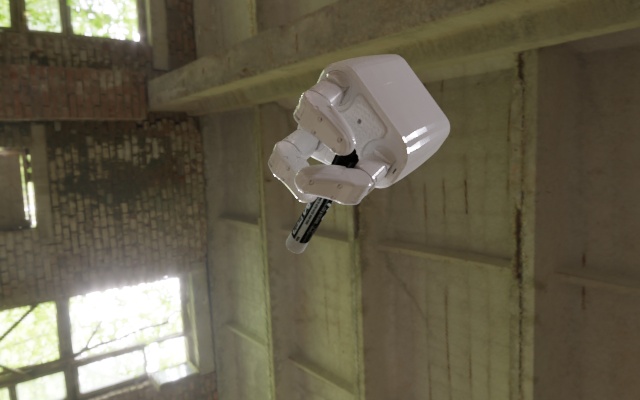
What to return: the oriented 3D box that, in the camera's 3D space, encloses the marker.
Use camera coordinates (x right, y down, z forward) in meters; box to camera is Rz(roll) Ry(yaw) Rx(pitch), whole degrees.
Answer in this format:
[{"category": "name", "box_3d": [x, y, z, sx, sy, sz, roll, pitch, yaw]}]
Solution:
[{"category": "marker", "box_3d": [0.000, 0.001, 0.405, 0.020, 0.020, 0.121, 0, -42, -32]}]
